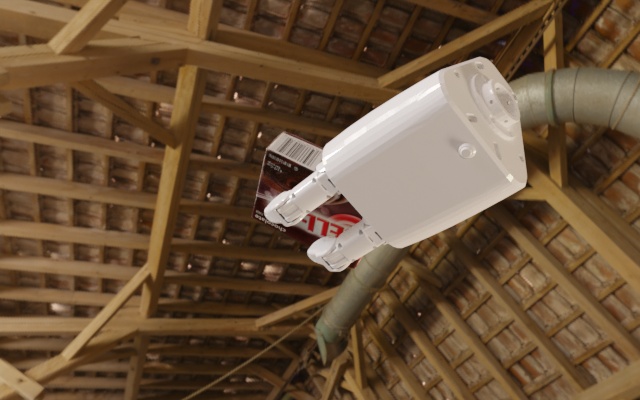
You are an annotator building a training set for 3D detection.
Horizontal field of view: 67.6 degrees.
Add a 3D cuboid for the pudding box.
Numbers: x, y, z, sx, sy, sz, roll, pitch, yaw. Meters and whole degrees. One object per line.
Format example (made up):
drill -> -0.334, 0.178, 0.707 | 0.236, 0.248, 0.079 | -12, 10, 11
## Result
pudding box -> 0.000, 0.001, 0.427 | 0.113, 0.090, 0.039 | 28, 45, 8
